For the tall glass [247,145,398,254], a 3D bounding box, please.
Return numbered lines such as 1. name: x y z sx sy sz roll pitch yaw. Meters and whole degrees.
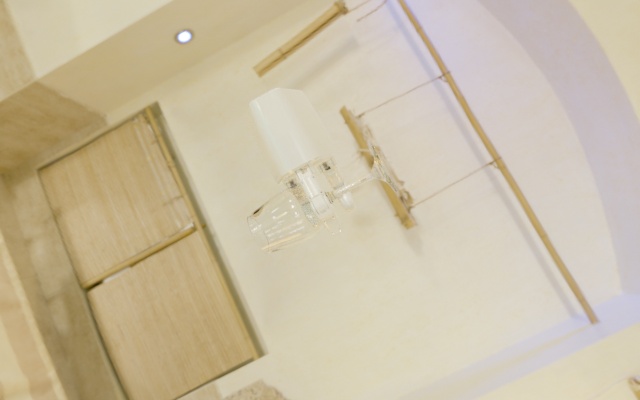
1. tall glass: 0.001 0.002 0.662 0.201 0.079 0.079 -28 -3 5
